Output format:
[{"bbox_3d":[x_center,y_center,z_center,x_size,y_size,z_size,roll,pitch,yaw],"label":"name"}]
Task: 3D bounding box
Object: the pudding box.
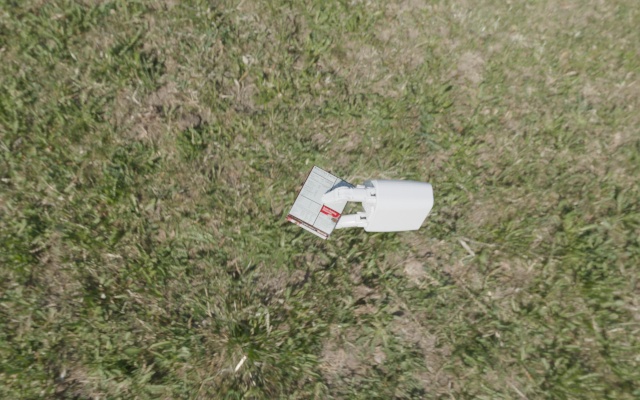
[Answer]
[{"bbox_3d":[0.000,0.003,0.884,0.090,0.113,0.039,28,-19,0],"label":"pudding box"}]
